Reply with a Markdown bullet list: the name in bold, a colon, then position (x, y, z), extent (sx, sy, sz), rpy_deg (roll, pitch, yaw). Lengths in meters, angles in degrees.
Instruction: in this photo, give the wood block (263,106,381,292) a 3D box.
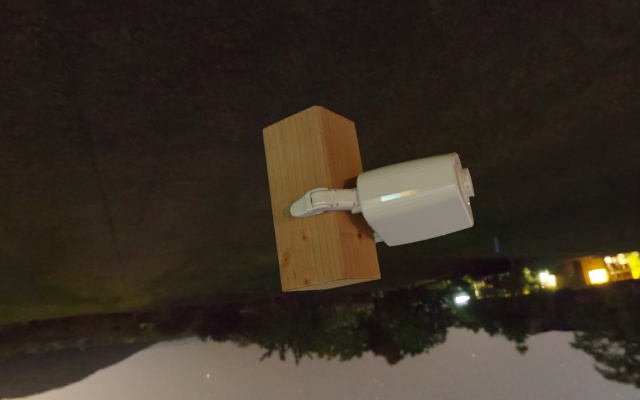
- **wood block**: position (0.000, 0.002, 0.593), extent (0.090, 0.206, 0.091), rpy_deg (-17, -16, 32)
